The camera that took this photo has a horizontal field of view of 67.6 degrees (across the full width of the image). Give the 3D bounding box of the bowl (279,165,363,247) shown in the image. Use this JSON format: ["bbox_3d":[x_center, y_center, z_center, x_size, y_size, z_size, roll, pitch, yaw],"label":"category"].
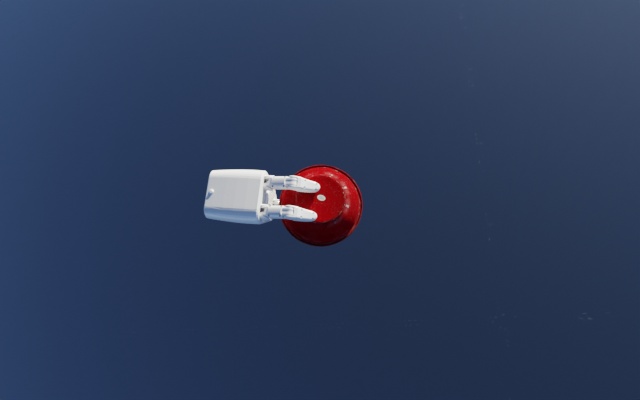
[{"bbox_3d":[0.001,0.003,0.896,0.162,0.162,0.055,0,-13,1],"label":"bowl"}]
